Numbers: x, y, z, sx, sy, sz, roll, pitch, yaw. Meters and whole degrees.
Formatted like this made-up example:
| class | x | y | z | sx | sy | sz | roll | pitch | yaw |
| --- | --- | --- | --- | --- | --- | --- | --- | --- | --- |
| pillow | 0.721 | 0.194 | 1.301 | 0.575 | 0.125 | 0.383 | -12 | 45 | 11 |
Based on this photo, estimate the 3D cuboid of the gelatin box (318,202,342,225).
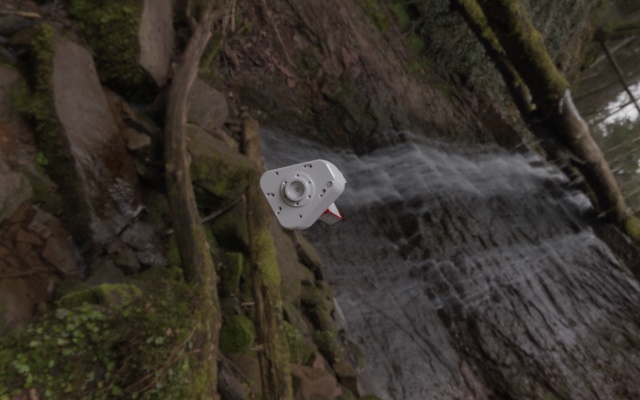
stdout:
| class | x | y | z | sx | sy | sz | roll | pitch | yaw |
| --- | --- | --- | --- | --- | --- | --- | --- | --- | --- |
| gelatin box | 0.001 | 0.003 | 0.869 | 0.030 | 0.073 | 0.089 | -31 | -18 | 10 |
